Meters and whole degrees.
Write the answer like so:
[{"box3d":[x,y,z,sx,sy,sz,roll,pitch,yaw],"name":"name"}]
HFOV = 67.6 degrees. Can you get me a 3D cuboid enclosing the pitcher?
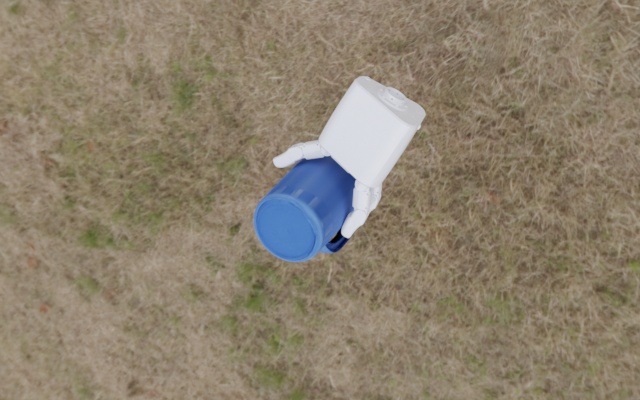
[{"box3d":[0.000,0.002,0.754,0.149,0.145,0.242,37,34,3],"name":"pitcher"}]
